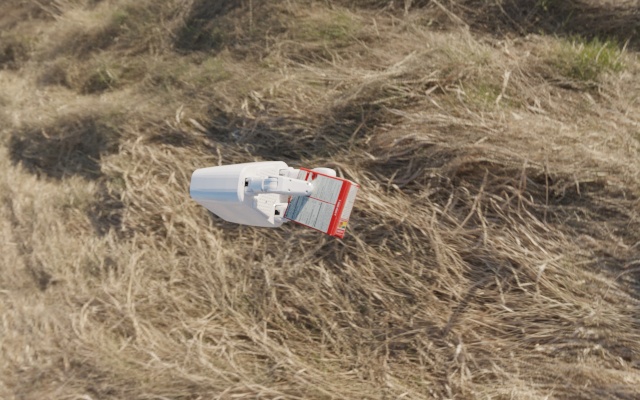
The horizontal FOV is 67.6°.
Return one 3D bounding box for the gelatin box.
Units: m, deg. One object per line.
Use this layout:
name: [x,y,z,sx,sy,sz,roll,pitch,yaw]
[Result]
gelatin box: [0.000,0.002,0.630,0.089,0.073,0.030,18,-1,39]
